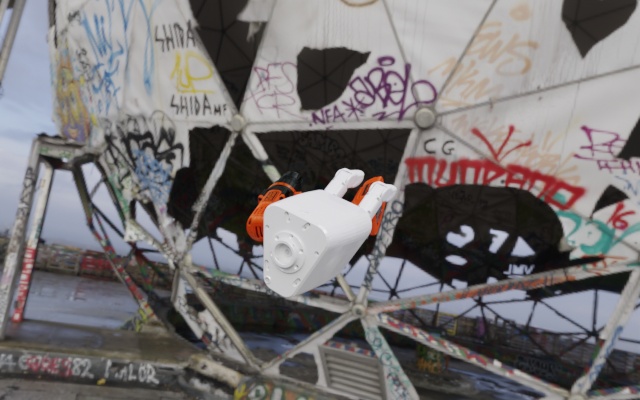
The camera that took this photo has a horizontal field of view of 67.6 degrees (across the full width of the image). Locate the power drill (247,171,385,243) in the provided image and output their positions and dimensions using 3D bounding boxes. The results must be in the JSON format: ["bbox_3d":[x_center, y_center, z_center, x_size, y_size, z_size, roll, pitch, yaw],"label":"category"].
[{"bbox_3d":[0.000,0.002,0.722,0.187,0.057,0.184,-3,28,17],"label":"power drill"}]
